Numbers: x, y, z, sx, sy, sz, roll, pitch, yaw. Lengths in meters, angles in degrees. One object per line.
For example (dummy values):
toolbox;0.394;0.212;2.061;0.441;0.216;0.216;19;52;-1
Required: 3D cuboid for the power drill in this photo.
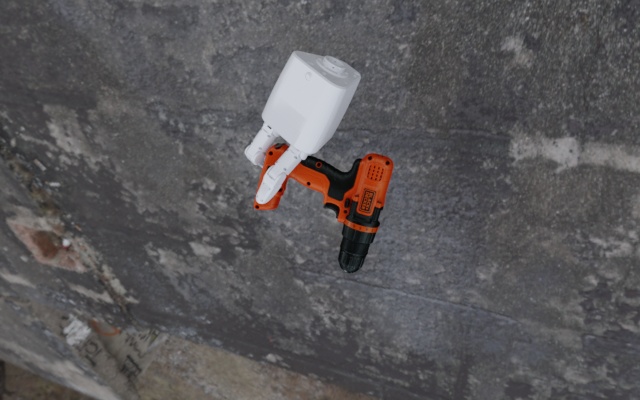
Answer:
power drill;0.000;0.002;0.713;0.187;0.184;0.057;16;11;5
